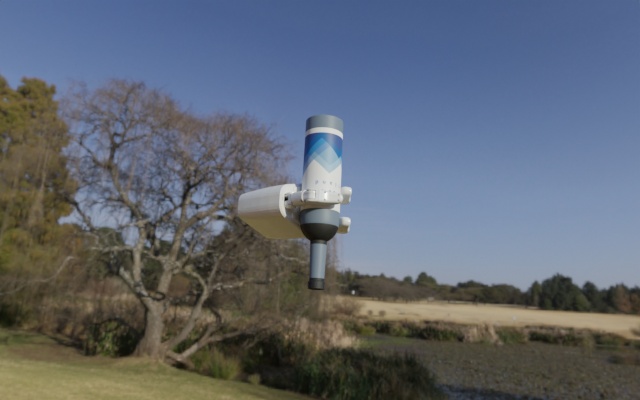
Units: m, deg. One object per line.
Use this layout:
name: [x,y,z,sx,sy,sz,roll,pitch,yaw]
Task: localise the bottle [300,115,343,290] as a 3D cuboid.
bottle: [0.000,0.002,0.814,0.069,0.295,0.069,3,-15,1]
